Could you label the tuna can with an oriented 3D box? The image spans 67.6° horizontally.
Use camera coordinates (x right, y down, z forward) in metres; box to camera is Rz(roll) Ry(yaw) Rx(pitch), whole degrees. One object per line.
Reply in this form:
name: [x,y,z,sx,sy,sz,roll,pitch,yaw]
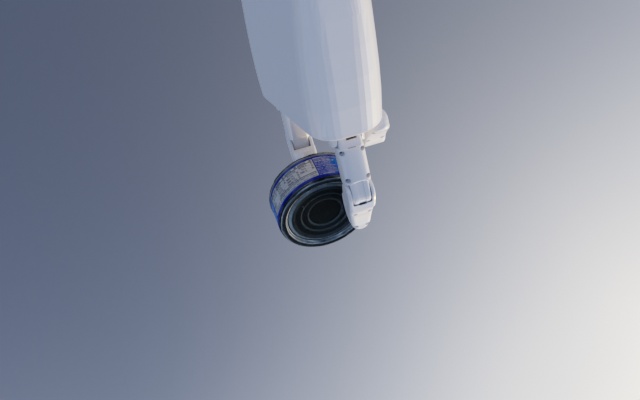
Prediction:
tuna can: [0.000,0.002,0.422,0.086,0.086,0.033,0,41,-25]
